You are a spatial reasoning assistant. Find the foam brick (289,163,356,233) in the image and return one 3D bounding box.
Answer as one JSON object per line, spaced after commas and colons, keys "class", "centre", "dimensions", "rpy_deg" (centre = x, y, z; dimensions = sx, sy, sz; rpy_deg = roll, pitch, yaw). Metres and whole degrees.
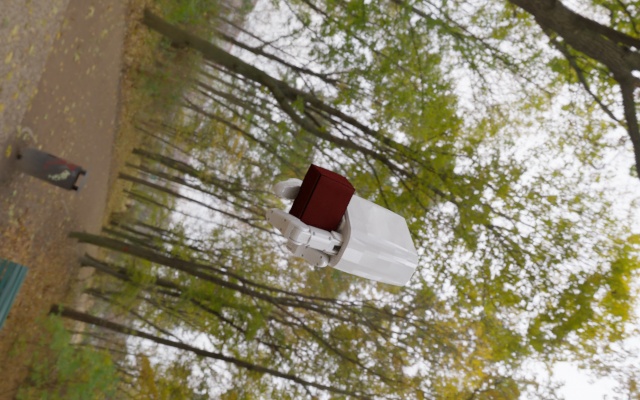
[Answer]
{"class": "foam brick", "centre": [0.000, 0.002, 0.598], "dimensions": [0.051, 0.078, 0.053], "rpy_deg": [20, 15, -19]}
